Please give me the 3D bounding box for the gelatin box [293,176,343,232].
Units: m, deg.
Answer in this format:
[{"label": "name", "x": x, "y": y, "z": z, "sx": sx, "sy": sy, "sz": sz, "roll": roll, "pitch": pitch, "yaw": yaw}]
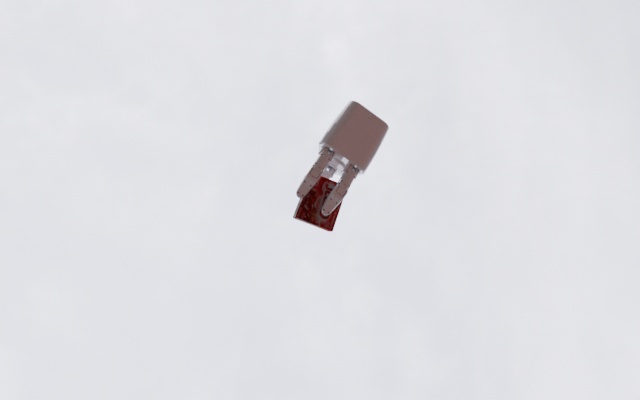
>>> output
[{"label": "gelatin box", "x": 0.000, "y": 0.003, "z": 0.861, "sx": 0.073, "sy": 0.089, "sz": 0.030, "roll": 22, "pitch": -9, "yaw": -11}]
